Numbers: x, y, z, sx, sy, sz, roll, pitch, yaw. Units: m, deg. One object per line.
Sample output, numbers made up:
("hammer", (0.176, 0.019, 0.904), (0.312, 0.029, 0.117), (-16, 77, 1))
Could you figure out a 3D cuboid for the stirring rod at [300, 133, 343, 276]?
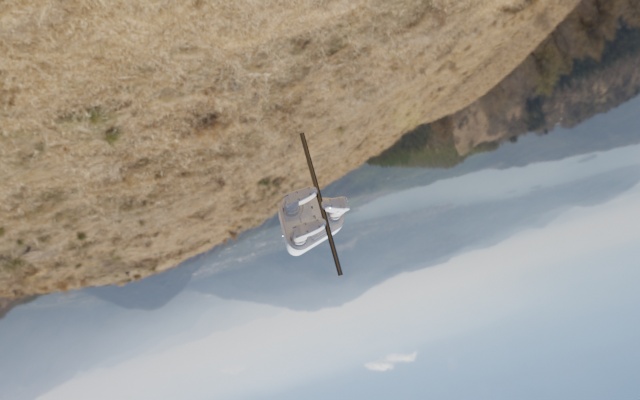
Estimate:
("stirring rod", (0.000, 0.002, 0.765), (0.011, 0.239, 0.011), (-15, -12, -3))
